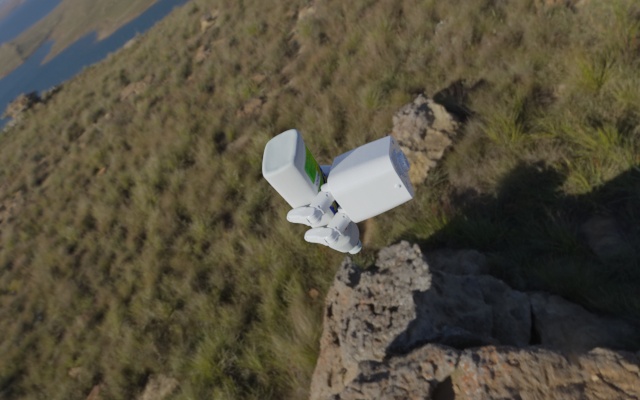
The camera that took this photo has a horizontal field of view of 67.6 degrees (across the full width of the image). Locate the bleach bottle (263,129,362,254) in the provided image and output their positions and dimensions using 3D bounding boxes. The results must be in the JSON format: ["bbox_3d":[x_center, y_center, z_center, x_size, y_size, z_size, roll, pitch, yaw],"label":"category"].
[{"bbox_3d":[0.000,0.003,0.809,0.068,0.102,0.251,-23,-50,21],"label":"bleach bottle"}]
